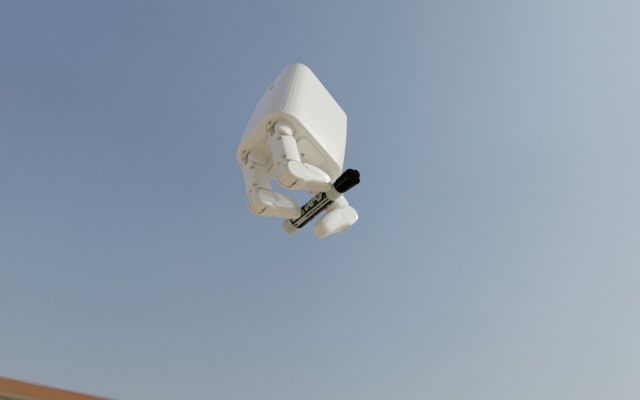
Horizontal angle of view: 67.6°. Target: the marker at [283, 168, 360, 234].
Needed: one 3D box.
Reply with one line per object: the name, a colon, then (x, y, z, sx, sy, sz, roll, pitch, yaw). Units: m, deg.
marker: (0.000, 0.002, 0.516, 0.020, 0.020, 0.121, 0, -29, -43)
